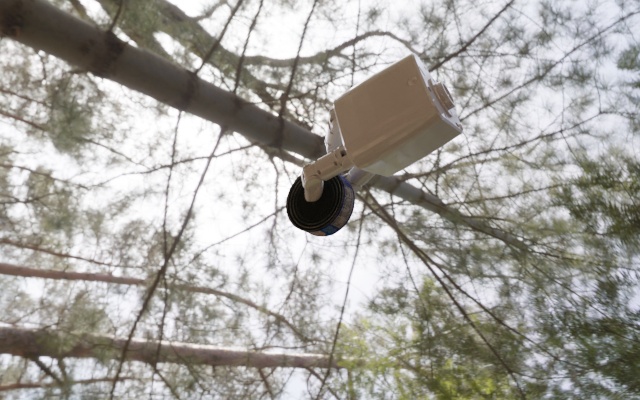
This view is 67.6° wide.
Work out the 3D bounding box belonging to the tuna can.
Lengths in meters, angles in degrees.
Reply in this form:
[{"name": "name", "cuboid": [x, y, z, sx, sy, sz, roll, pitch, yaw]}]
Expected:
[{"name": "tuna can", "cuboid": [0.000, 0.002, 0.605, 0.086, 0.086, 0.034, 0, -18, 35]}]
